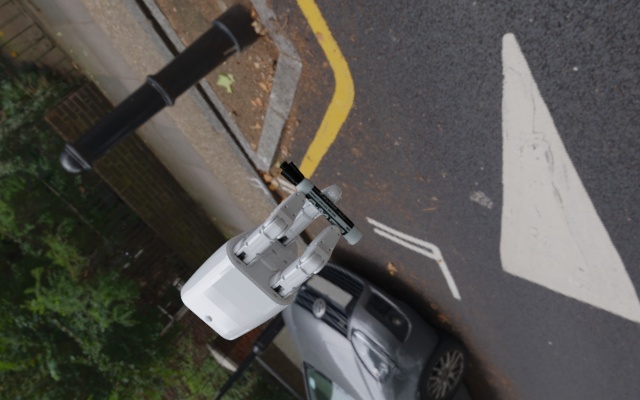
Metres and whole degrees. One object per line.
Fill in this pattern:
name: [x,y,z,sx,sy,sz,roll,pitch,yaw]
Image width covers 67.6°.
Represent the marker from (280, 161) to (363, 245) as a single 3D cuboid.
marker: [0.000,0.002,0.534,0.121,0.020,0.020,45,-9,-9]
